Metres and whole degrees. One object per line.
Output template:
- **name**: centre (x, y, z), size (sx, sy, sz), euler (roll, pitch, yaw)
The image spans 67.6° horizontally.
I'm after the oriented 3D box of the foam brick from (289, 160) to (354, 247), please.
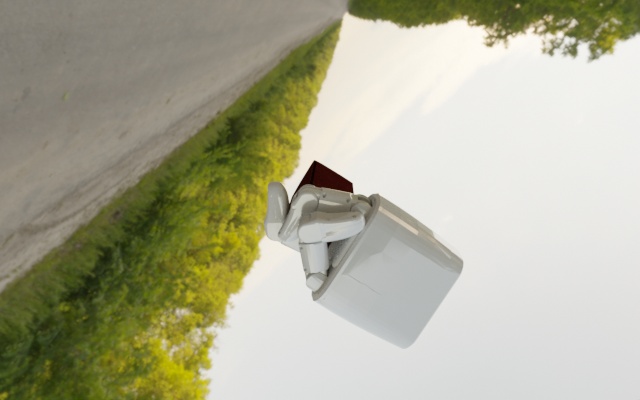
- **foam brick**: centre (0.000, 0.001, 0.499), size (0.051, 0.053, 0.078), euler (30, 21, -9)
